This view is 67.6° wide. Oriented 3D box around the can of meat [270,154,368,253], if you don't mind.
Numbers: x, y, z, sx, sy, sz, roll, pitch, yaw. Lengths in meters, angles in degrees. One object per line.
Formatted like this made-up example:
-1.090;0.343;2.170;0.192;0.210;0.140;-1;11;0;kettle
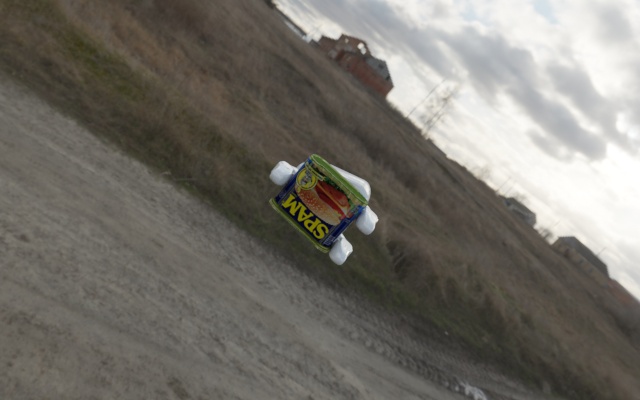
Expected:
0.000;0.002;0.622;0.102;0.084;0.057;43;12;6;can of meat
